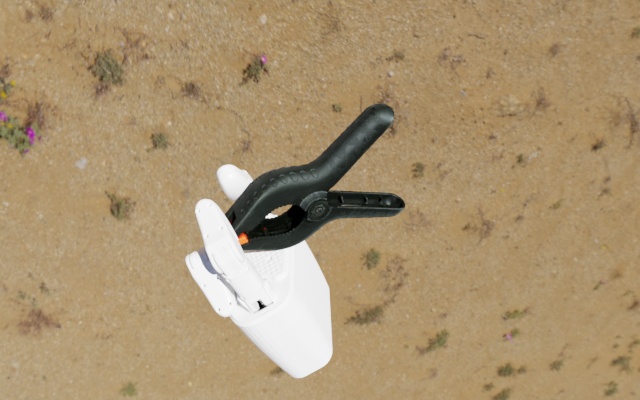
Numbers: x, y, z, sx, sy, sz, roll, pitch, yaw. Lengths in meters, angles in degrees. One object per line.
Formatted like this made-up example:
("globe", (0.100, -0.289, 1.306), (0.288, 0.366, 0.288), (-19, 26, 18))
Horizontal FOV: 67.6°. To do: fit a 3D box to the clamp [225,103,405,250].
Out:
("clamp", (0.000, 0.002, 0.412), (0.171, 0.120, 0.039), (-29, 39, 0))
